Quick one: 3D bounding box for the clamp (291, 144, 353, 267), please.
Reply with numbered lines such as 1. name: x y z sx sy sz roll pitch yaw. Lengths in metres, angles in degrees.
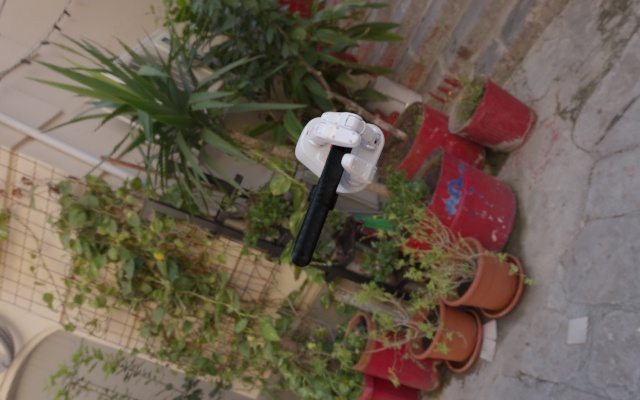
1. clamp: 0.000 0.002 0.626 0.039 0.171 0.120 24 -5 -7
